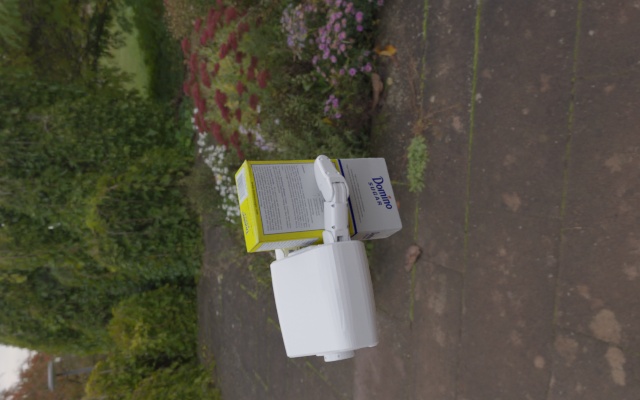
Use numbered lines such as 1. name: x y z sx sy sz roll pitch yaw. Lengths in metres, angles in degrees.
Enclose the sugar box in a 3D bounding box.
1. sugar box: 0.000 0.002 0.537 0.176 0.093 0.048 -2 -20 -28
